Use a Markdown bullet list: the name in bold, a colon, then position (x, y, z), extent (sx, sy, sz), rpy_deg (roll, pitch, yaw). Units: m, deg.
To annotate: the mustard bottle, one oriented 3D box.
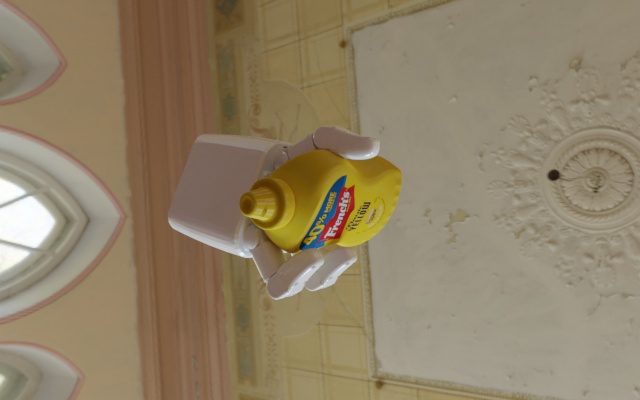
- **mustard bottle**: position (0.000, 0.002, 0.431), extent (0.058, 0.096, 0.191), rpy_deg (40, 22, 28)
